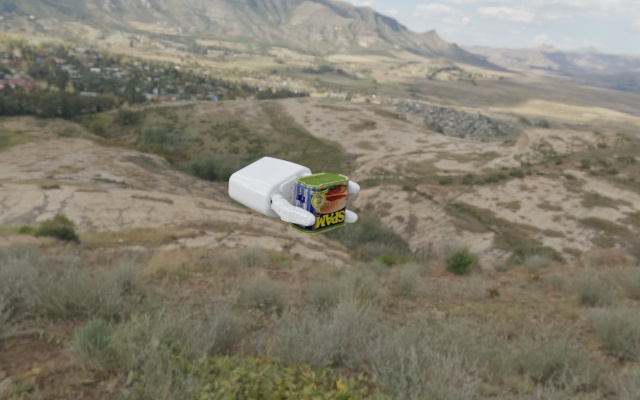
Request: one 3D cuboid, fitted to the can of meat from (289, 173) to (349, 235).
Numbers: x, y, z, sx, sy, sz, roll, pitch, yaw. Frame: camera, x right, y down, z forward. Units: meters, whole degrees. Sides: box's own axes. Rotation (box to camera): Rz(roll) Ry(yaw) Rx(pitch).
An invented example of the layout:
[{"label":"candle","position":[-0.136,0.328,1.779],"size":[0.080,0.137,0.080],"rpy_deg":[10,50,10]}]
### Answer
[{"label":"can of meat","position":[0.000,0.002,0.794],"size":[0.102,0.084,0.057],"rpy_deg":[-13,26,-44]}]
